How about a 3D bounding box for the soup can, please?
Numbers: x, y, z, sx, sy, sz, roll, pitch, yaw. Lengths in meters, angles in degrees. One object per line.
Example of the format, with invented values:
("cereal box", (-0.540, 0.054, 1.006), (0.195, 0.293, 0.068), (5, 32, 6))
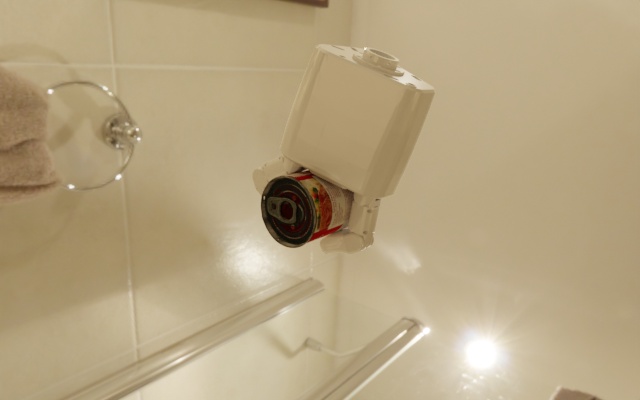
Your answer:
("soup can", (0.000, 0.002, 0.477), (0.068, 0.068, 0.102), (0, 11, 39))
